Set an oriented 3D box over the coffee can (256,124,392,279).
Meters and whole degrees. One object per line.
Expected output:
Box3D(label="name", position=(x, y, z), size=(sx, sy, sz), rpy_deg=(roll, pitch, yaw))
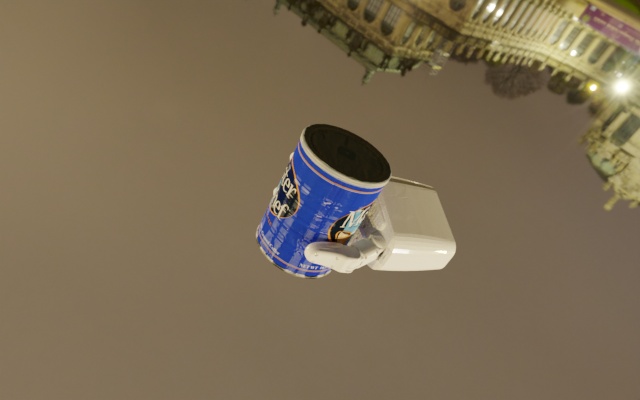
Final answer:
Box3D(label="coffee can", position=(0.000, 0.002, 0.529), size=(0.103, 0.140, 0.102), rpy_deg=(20, 33, -14))
